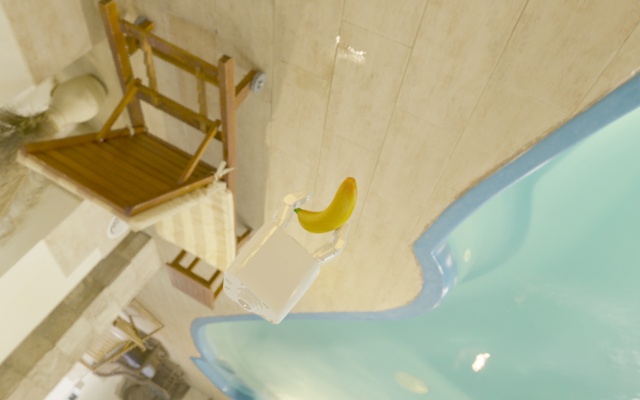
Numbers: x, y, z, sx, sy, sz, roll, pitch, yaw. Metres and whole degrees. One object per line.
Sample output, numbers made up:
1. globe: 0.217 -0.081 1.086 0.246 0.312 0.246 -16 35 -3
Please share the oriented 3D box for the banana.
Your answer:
1. banana: 0.010 0.018 0.779 0.037 0.069 0.198 -45 12 -33
